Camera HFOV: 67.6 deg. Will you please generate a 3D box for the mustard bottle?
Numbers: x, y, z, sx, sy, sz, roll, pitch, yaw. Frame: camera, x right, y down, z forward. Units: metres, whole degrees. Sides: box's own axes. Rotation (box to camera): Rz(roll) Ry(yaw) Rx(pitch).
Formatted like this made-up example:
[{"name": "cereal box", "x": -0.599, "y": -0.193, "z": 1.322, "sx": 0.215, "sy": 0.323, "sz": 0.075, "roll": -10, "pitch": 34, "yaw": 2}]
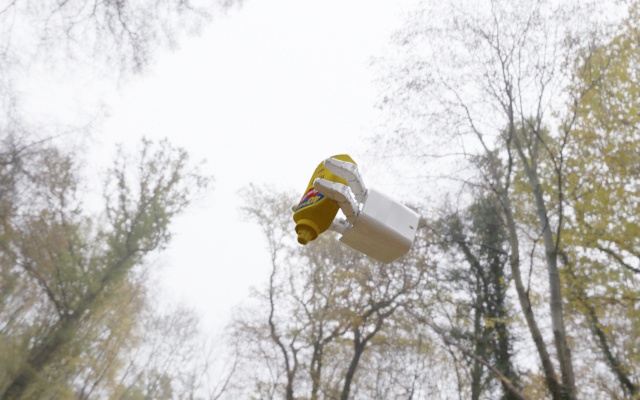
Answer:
[{"name": "mustard bottle", "x": 0.000, "y": 0.002, "z": 0.832, "sx": 0.096, "sy": 0.191, "sz": 0.058, "roll": -23, "pitch": -60, "yaw": 40}]
